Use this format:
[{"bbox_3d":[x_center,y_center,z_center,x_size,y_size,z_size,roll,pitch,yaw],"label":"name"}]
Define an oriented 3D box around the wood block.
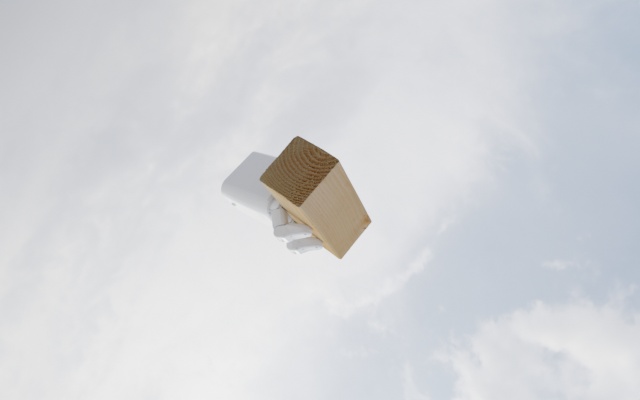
[{"bbox_3d":[0.000,0.002,0.762,0.090,0.091,0.206,33,-11,31],"label":"wood block"}]
